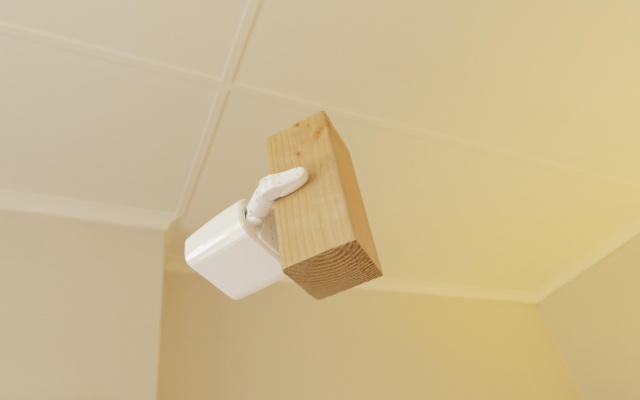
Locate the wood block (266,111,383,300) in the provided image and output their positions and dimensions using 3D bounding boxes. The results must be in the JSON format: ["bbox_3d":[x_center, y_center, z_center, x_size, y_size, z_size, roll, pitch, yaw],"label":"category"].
[{"bbox_3d":[0.000,0.002,0.589,0.090,0.206,0.091,-24,-40,14],"label":"wood block"}]
